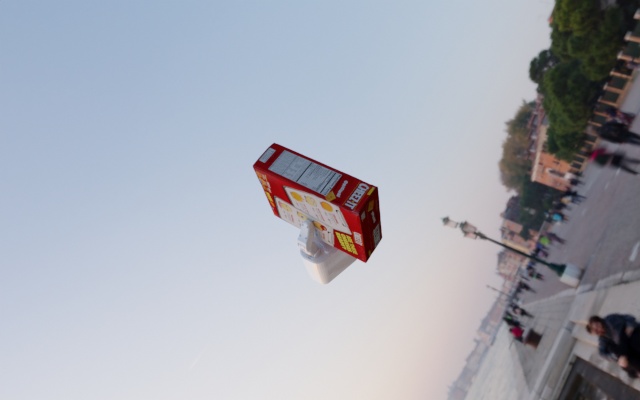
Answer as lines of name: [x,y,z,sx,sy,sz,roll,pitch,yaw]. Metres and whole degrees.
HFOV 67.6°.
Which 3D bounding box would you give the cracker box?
cracker box: [0.000,0.003,0.841,0.213,0.072,0.164,25,-26,24]
